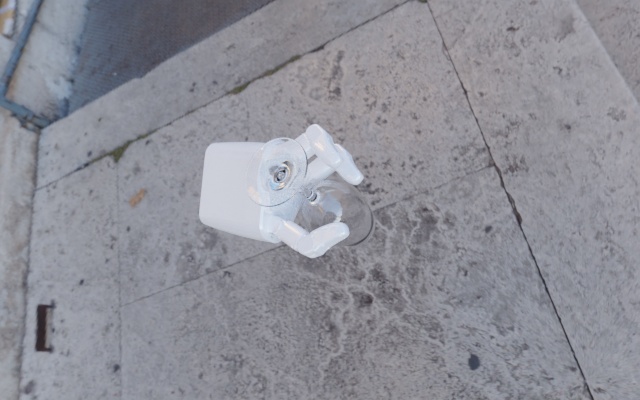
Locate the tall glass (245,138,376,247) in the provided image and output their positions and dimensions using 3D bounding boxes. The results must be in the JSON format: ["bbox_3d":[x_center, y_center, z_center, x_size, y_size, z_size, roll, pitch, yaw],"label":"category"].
[{"bbox_3d":[0.000,0.002,0.559,0.079,0.079,0.201,0,-18,29],"label":"tall glass"}]
